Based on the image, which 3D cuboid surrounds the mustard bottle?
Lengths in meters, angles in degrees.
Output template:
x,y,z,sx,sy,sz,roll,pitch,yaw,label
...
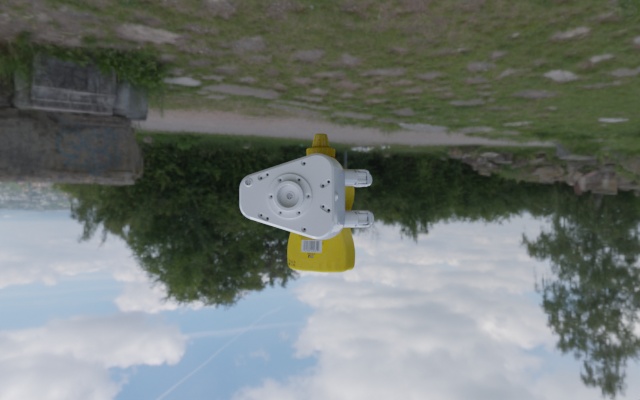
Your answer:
x,y,z,sx,sy,sz,roll,pitch,yaw,label
0.000,0.002,0.672,0.096,0.191,0.058,-1,-1,31,mustard bottle
